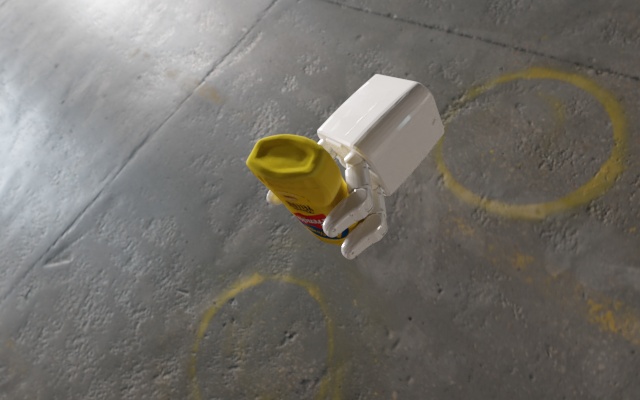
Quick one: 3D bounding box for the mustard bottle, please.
[{"bbox_3d":[0.000,0.002,0.553,0.096,0.058,0.192,11,-24,32],"label":"mustard bottle"}]
